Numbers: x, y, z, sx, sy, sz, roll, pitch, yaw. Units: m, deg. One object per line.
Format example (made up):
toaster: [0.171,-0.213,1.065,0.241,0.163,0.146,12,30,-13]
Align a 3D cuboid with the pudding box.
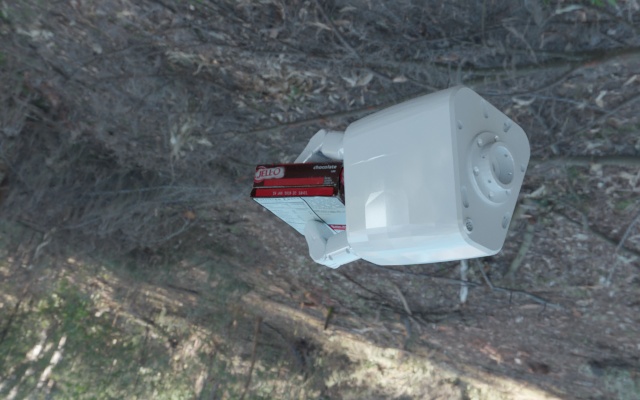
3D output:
pudding box: [0.000,0.002,0.458,0.090,0.039,0.113,1,-23,26]
